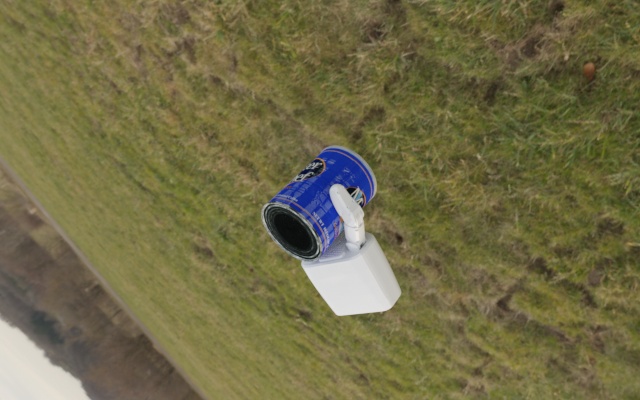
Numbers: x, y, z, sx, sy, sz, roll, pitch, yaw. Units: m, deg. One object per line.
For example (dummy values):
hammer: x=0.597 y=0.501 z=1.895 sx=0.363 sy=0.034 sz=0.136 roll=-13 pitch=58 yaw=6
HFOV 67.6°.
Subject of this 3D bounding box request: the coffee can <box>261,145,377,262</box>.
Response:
coffee can: x=0.000 y=0.002 z=0.675 sx=0.103 sy=0.103 sz=0.140 roll=0 pitch=36 yaw=46
